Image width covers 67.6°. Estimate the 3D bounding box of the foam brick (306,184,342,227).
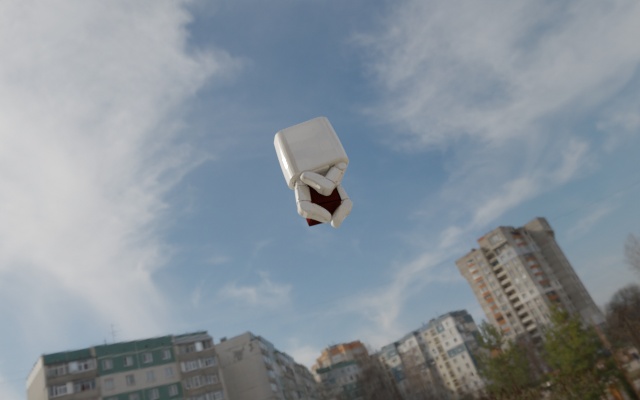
[{"bbox_3d":[0.000,0.003,0.880,0.053,0.051,0.078,-13,-28,-20],"label":"foam brick"}]
